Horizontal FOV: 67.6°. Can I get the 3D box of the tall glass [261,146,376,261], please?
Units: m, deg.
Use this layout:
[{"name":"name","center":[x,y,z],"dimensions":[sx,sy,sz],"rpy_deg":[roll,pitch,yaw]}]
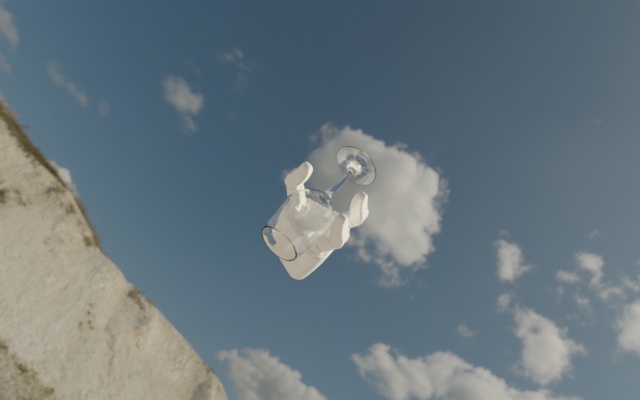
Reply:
[{"name":"tall glass","center":[0.001,0.002,0.709],"dimensions":[0.079,0.079,0.201],"rpy_deg":[0,35,45]}]
